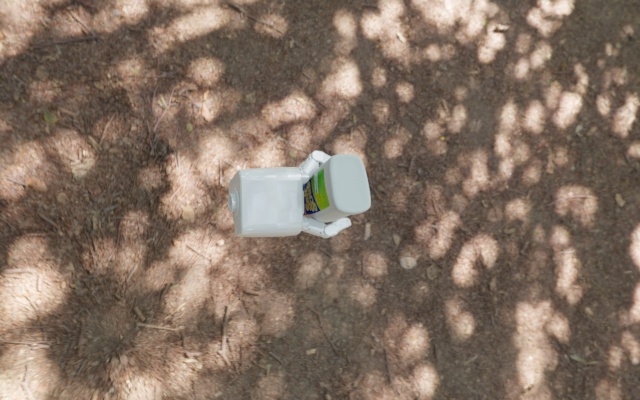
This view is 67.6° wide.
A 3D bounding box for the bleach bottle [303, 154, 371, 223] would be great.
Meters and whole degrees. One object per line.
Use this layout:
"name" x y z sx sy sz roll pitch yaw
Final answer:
"bleach bottle" 0.000 0.003 0.858 0.068 0.102 0.251 -2 -14 -23
